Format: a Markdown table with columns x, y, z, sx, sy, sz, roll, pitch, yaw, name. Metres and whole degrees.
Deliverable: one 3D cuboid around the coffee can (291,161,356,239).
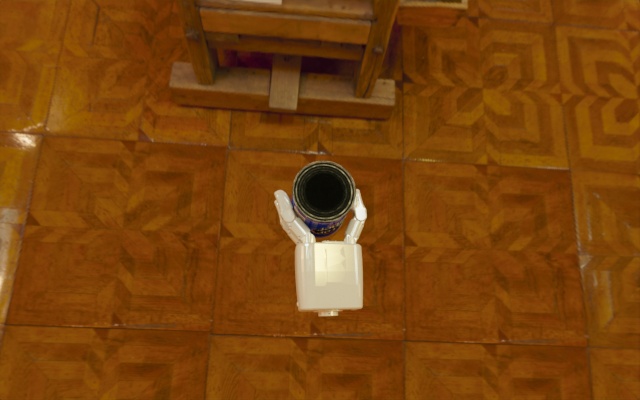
| x | y | z | sx | sy | sz | roll | pitch | yaw | name |
| --- | --- | --- | --- | --- | --- | --- | --- | --- | --- |
| 0.000 | 0.003 | 0.823 | 0.103 | 0.102 | 0.140 | 0 | -15 | -5 | coffee can |
